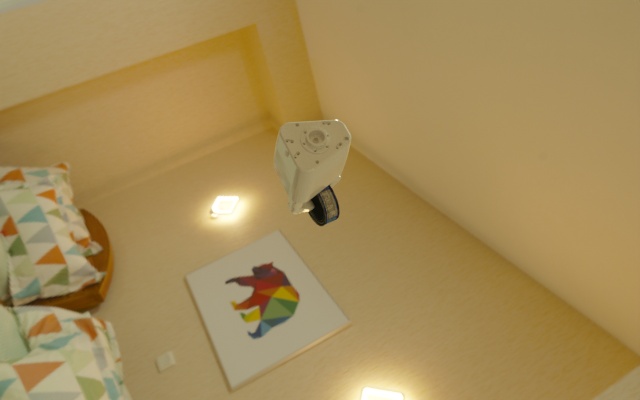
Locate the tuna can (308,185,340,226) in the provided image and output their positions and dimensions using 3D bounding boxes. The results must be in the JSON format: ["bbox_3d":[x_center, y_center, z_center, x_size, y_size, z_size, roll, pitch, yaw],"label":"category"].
[{"bbox_3d":[0.001,0.003,0.891,0.033,0.086,0.086,-23,9,-21],"label":"tuna can"}]
